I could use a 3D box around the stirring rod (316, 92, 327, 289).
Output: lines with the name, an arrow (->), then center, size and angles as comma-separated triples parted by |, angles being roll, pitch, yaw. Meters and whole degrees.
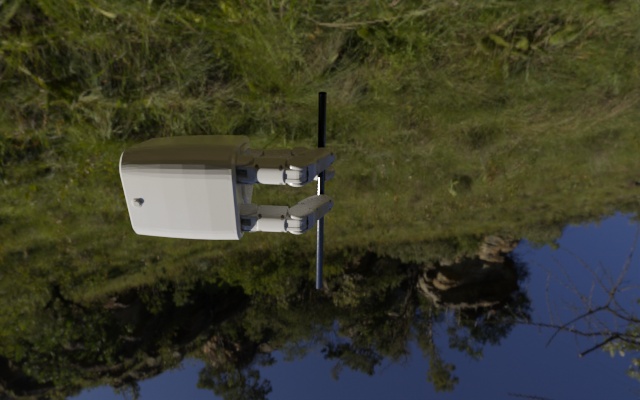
stirring rod -> 0.000, 0.002, 0.511 | 0.011, 0.240, 0.011 | 1, 32, 0
